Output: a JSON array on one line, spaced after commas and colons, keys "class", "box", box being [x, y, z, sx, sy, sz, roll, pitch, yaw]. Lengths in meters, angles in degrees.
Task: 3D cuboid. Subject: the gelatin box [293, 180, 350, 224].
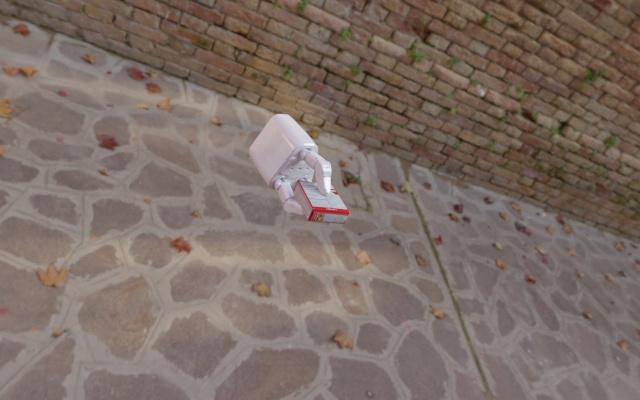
[{"class": "gelatin box", "box": [0.000, 0.003, 0.842, 0.073, 0.030, 0.089, 6, 33, -29]}]
